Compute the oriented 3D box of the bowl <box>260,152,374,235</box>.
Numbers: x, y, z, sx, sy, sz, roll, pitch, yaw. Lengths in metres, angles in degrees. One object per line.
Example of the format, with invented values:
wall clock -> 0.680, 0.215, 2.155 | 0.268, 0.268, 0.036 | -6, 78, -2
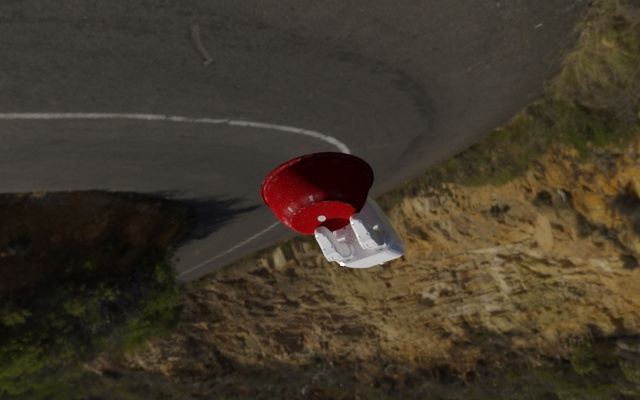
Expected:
bowl -> -0.001, 0.002, 0.659 | 0.162, 0.055, 0.162 | -8, -31, -5
